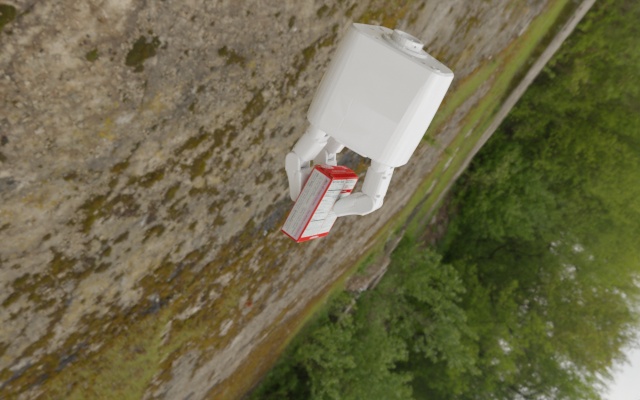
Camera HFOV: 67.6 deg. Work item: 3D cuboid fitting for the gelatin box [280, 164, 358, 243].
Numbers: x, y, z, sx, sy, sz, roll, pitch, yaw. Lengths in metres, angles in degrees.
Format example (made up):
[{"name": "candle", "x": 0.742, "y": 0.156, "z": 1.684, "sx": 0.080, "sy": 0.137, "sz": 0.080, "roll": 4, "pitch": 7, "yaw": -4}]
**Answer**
[{"name": "gelatin box", "x": 0.000, "y": 0.002, "z": 0.553, "sx": 0.030, "sy": 0.089, "sz": 0.073, "roll": 35, "pitch": 18, "yaw": 21}]
